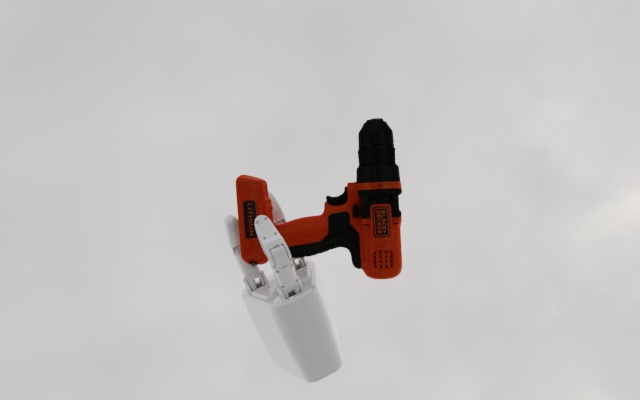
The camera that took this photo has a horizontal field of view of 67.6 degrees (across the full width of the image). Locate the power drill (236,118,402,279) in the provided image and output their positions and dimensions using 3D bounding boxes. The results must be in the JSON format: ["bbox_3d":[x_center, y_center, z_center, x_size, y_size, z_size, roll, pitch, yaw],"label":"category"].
[{"bbox_3d":[0.000,0.002,0.551,0.187,0.184,0.057,-3,-2,5],"label":"power drill"}]
